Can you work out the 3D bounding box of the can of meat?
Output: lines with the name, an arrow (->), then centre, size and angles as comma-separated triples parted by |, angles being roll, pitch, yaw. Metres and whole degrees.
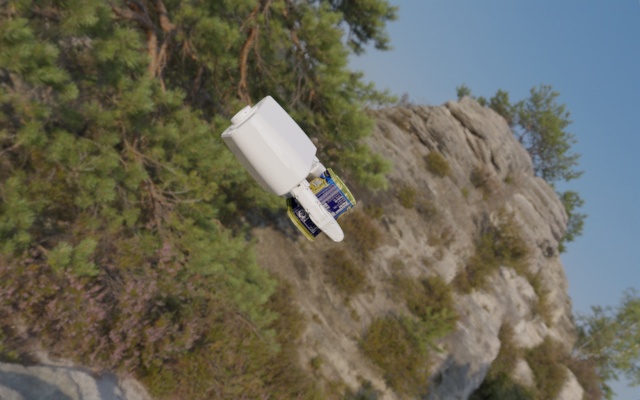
can of meat -> 0.000, 0.002, 0.698 | 0.084, 0.057, 0.102 | -39, 15, 6
